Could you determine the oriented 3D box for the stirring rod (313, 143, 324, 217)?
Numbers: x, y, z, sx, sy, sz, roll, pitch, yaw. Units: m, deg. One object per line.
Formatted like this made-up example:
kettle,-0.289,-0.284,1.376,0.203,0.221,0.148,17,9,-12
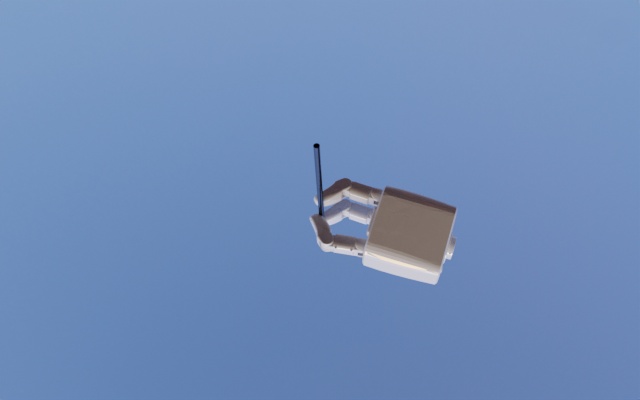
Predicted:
stirring rod,0.000,0.002,0.670,0.011,0.011,0.240,0,-34,3
